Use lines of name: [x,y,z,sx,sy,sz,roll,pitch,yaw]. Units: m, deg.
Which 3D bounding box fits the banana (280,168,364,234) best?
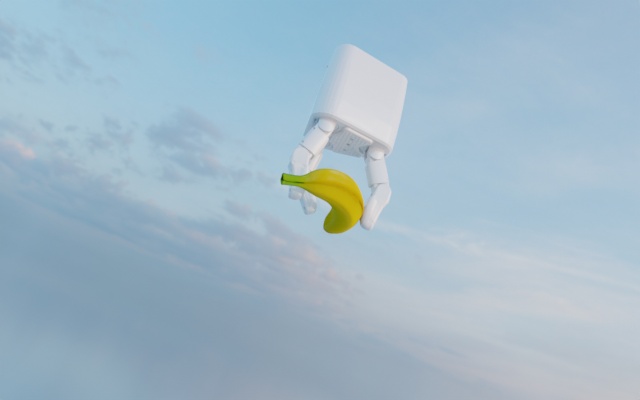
banana: [0.017,0.003,0.551,0.069,0.037,0.198,6,-18,17]
